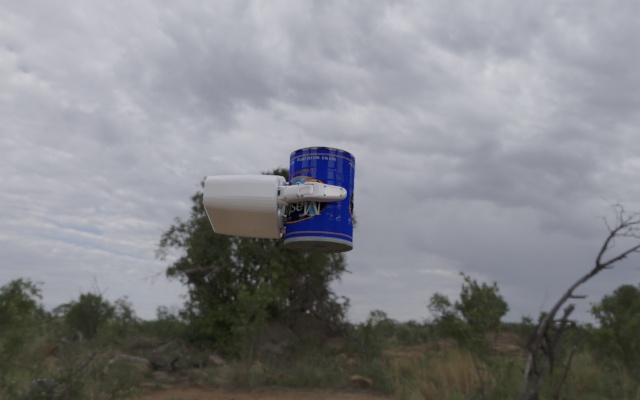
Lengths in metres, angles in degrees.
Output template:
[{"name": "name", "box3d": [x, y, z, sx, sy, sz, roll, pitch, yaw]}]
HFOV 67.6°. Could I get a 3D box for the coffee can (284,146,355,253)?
[{"name": "coffee can", "box3d": [0.000, 0.003, 0.722, 0.103, 0.140, 0.103, 3, -15, 1]}]
